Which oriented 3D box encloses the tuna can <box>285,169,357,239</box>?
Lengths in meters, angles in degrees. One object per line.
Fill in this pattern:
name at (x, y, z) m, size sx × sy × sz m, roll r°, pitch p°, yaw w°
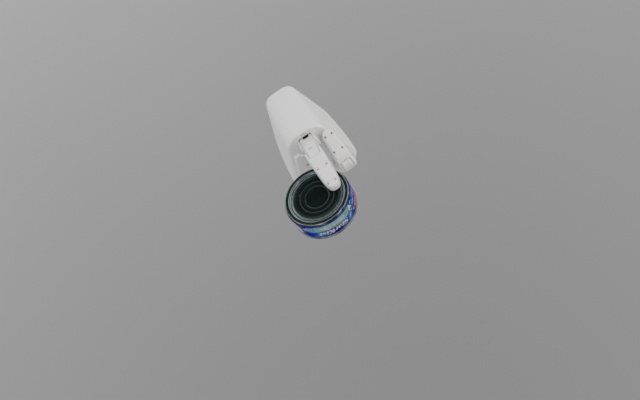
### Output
tuna can at (0.000, 0.002, 0.589) m, size 0.086 × 0.086 × 0.034 m, roll 0°, pitch -29°, yaw 22°
